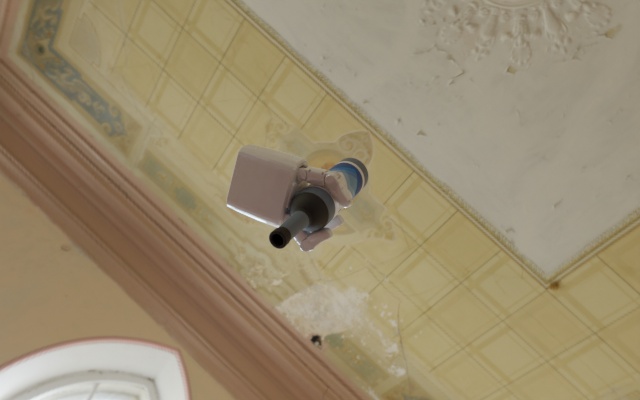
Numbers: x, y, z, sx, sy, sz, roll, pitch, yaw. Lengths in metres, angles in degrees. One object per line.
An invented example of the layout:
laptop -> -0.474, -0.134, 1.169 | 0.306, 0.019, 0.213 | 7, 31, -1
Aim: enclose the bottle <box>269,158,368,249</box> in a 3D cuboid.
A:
bottle -> 0.000, 0.002, 0.771 | 0.069, 0.069, 0.295 | 0, 20, 25
